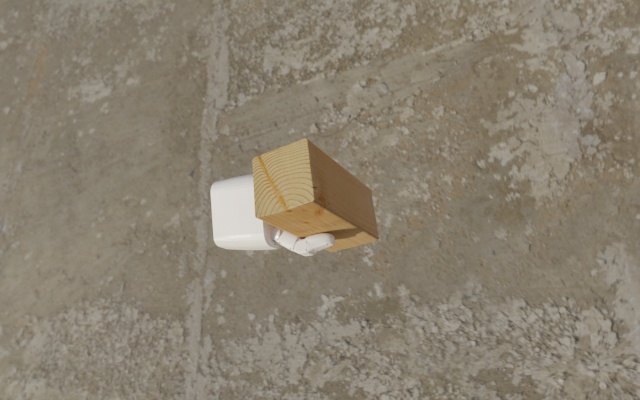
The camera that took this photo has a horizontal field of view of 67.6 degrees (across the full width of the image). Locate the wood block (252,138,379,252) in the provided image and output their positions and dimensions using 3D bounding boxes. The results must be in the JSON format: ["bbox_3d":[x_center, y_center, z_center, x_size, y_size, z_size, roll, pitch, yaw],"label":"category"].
[{"bbox_3d":[0.000,0.003,0.692,0.090,0.090,0.206,-17,-25,25],"label":"wood block"}]
